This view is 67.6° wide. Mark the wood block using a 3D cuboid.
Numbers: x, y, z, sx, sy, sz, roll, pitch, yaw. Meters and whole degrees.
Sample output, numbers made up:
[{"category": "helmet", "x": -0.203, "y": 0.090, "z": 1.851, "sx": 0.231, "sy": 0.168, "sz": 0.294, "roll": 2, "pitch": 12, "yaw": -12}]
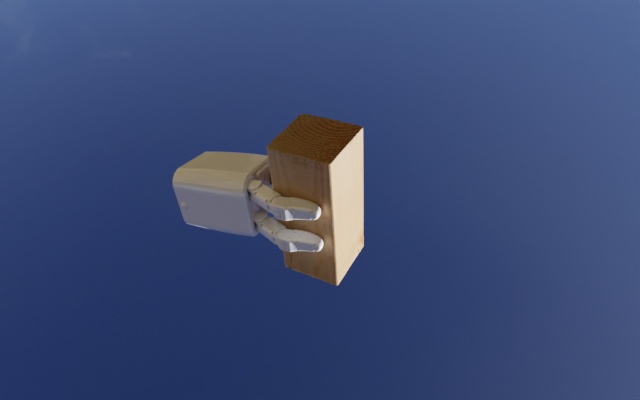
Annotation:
[{"category": "wood block", "x": 0.000, "y": 0.002, "z": 0.638, "sx": 0.090, "sy": 0.206, "sz": 0.090, "roll": 16, "pitch": 44, "yaw": 23}]
